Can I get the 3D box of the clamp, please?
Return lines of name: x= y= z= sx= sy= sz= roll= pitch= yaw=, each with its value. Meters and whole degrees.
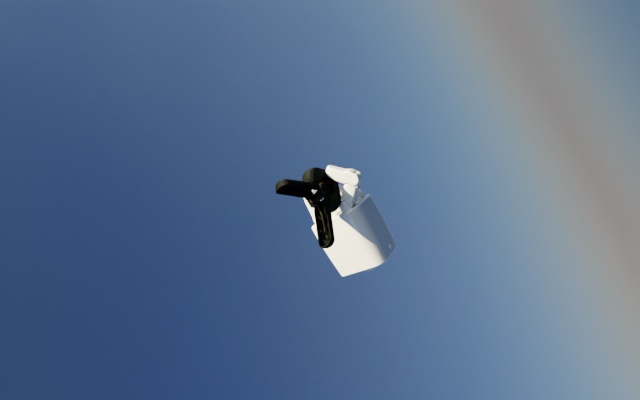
clamp: x=0.000 y=0.003 z=0.744 sx=0.039 sy=0.120 sz=0.171 roll=-27 pitch=5 yaw=28
